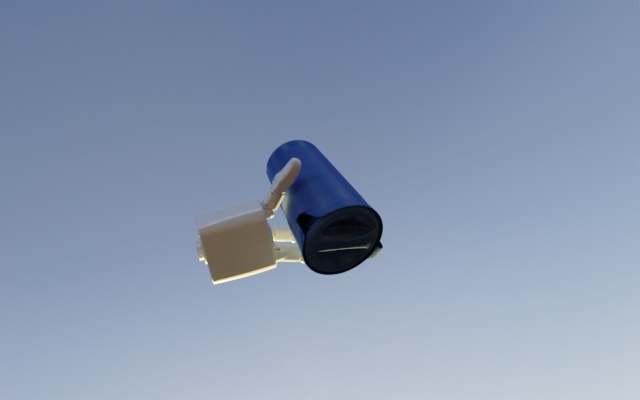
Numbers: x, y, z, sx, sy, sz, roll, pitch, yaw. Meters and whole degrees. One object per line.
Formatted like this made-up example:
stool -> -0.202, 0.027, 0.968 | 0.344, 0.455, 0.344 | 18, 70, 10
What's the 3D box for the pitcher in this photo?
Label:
pitcher -> 0.000, 0.003, 0.805 | 0.145, 0.149, 0.242 | -18, 40, -13
